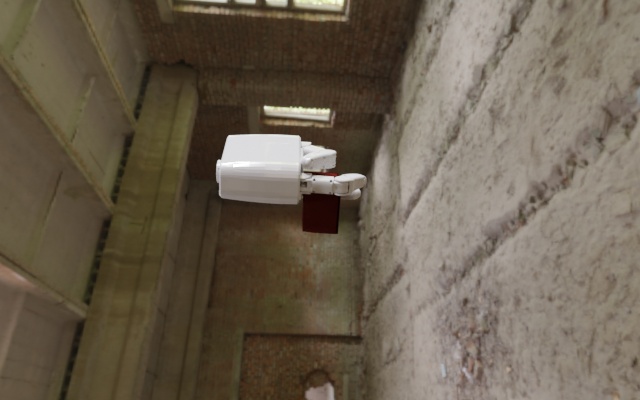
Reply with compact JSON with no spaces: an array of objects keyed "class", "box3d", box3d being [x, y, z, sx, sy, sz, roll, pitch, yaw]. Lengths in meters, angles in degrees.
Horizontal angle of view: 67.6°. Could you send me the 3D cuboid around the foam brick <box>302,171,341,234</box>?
[{"class":"foam brick","box3d":[0.000,0.003,0.685,0.051,0.078,0.053,2,19,-5]}]
